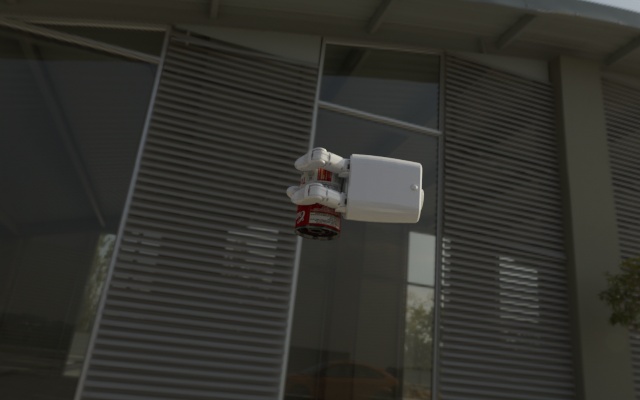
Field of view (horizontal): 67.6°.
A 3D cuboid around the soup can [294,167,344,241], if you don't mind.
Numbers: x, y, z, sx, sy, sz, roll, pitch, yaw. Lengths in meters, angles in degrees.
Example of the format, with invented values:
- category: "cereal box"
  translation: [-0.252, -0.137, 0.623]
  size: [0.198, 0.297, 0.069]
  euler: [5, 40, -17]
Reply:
- category: "soup can"
  translation: [0.000, 0.002, 0.721]
  size: [0.068, 0.102, 0.068]
  euler: [5, -19, 2]
